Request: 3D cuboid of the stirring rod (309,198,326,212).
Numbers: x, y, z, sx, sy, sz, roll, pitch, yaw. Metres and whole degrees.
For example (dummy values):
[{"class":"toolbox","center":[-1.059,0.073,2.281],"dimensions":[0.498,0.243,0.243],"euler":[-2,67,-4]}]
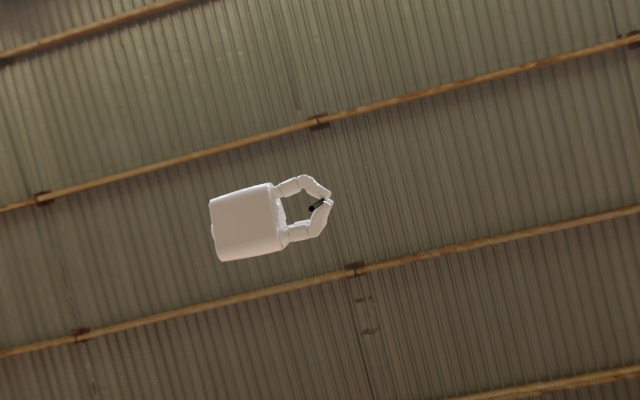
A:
[{"class":"stirring rod","center":[0.000,0.002,0.740],"dimensions":[0.011,0.011,0.239],"euler":[0,4,6]}]
